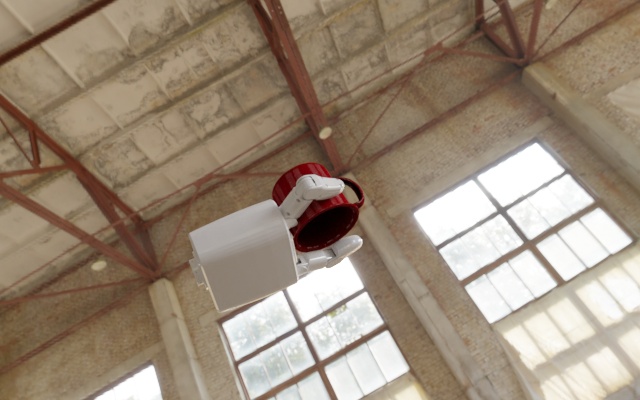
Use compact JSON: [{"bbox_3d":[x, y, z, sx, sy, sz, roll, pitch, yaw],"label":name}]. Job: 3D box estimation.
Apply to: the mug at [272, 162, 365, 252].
[{"bbox_3d":[0.001,0.001,0.614,0.117,0.081,0.093,-21,-32,-18],"label":"mug"}]
